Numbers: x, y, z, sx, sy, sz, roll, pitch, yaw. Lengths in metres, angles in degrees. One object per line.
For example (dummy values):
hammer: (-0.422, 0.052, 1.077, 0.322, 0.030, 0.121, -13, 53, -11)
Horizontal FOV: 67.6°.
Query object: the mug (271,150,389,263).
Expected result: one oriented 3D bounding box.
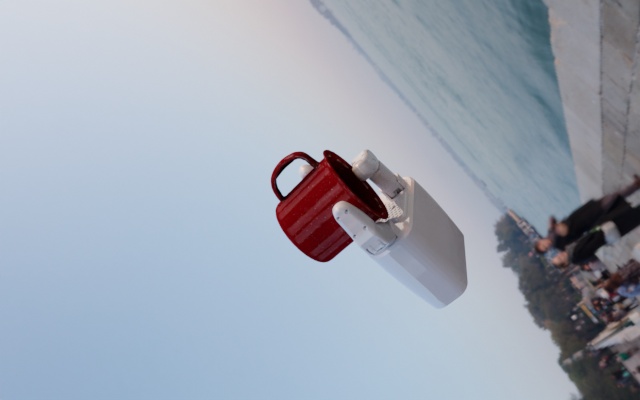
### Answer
mug: (-0.001, 0.001, 0.484, 0.117, 0.081, 0.093, 41, 17, -18)
